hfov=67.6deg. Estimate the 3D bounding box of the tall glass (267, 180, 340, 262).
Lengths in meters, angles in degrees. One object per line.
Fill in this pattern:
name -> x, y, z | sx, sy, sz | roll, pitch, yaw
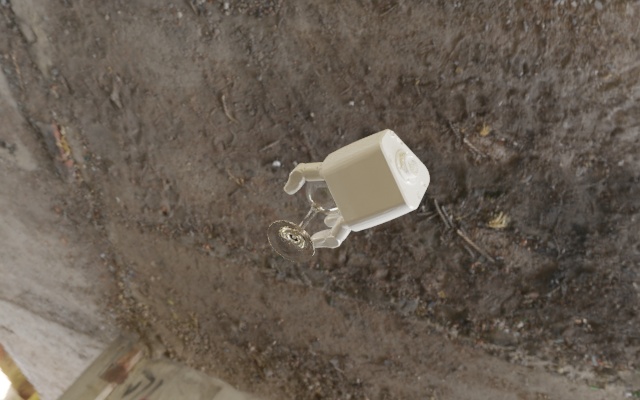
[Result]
tall glass -> 0.000, 0.003, 0.738 | 0.079, 0.079, 0.201 | 0, 34, 30
